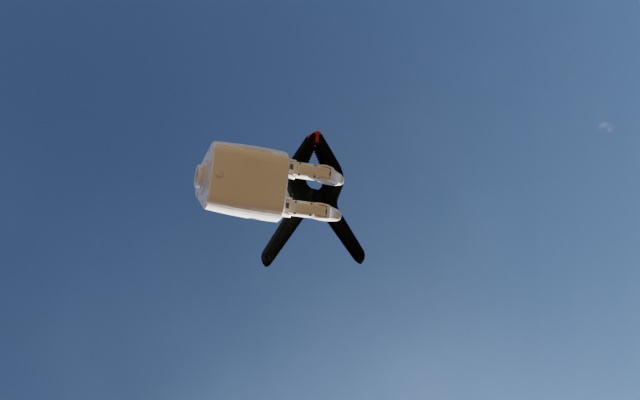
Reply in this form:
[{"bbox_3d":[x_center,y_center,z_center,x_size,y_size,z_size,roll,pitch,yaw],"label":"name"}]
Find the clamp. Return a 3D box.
[{"bbox_3d":[0.000,0.002,0.728,0.164,0.210,0.036,9,-8,-23],"label":"clamp"}]
